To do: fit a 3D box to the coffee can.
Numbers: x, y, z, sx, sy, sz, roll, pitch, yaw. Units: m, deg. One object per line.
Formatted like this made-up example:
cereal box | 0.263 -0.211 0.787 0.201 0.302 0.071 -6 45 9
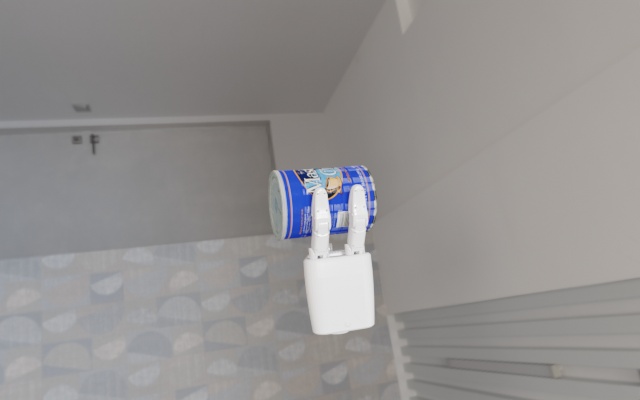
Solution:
coffee can | 0.000 0.002 0.716 0.140 0.103 0.103 -5 1 -16
